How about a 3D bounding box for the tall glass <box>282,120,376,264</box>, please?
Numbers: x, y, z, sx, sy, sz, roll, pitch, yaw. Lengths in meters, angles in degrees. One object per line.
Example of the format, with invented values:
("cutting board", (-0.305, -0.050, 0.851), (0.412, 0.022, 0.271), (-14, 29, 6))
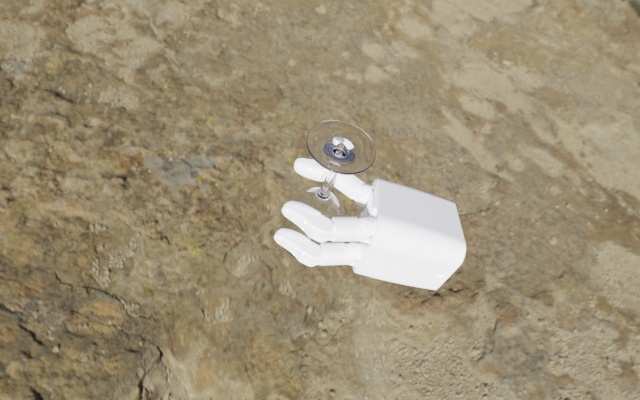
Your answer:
("tall glass", (0.000, 0.001, 0.568), (0.079, 0.079, 0.201), (0, -35, -16))
